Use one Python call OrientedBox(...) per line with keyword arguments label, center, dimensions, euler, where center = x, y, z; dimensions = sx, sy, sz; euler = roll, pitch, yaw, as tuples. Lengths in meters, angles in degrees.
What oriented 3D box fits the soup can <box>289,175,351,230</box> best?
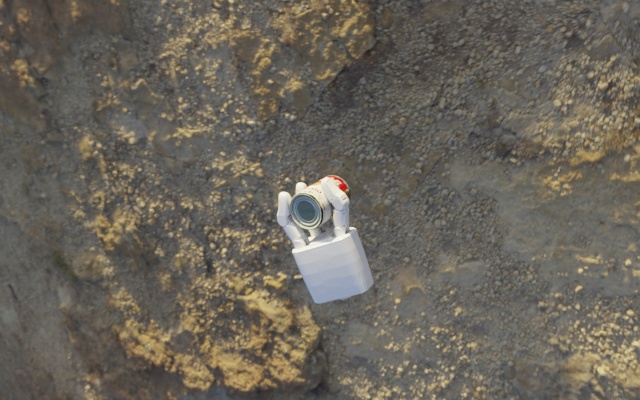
OrientedBox(label="soup can", center=(0.000, 0.002, 0.835), dimensions=(0.068, 0.068, 0.102), euler=(0, 19, 33))
